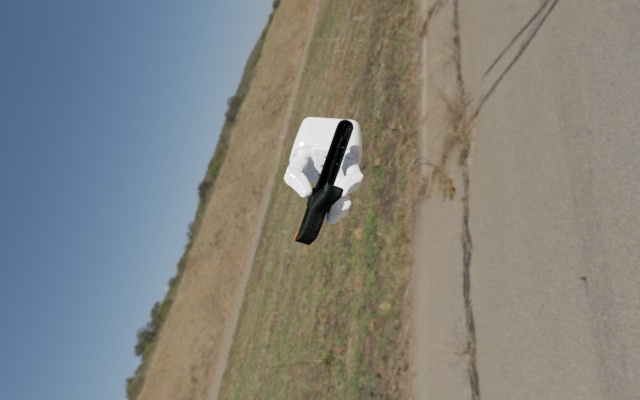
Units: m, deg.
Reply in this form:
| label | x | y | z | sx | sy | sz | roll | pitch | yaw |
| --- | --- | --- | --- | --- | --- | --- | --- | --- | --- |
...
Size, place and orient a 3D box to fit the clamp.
| label | x | y | z | sx | sy | sz | roll | pitch | yaw |
| --- | --- | --- | --- | --- | --- | --- | --- | --- | --- |
| clamp | -0.001 | 0.002 | 0.712 | 0.036 | 0.210 | 0.164 | 19 | 36 | -5 |
